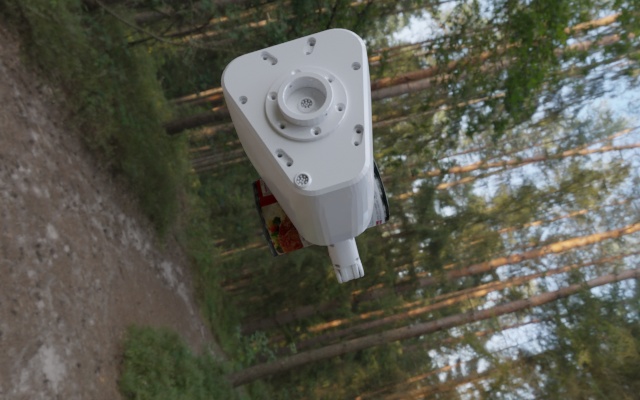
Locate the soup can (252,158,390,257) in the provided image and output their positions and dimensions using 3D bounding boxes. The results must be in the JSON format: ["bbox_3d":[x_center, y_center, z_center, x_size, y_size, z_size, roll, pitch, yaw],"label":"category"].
[{"bbox_3d":[0.000,0.002,0.409,0.102,0.068,0.068,-17,0,-2],"label":"soup can"}]
